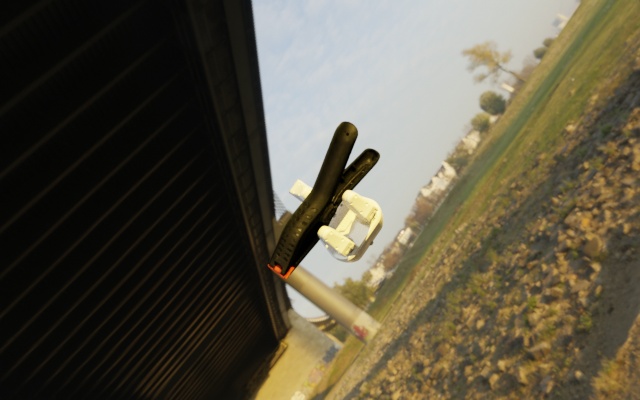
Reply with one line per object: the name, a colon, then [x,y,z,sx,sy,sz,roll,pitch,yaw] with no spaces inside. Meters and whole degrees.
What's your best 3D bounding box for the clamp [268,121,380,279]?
clamp: [-0.001,0.002,0.587,0.036,0.210,0.164,35,-2,18]
